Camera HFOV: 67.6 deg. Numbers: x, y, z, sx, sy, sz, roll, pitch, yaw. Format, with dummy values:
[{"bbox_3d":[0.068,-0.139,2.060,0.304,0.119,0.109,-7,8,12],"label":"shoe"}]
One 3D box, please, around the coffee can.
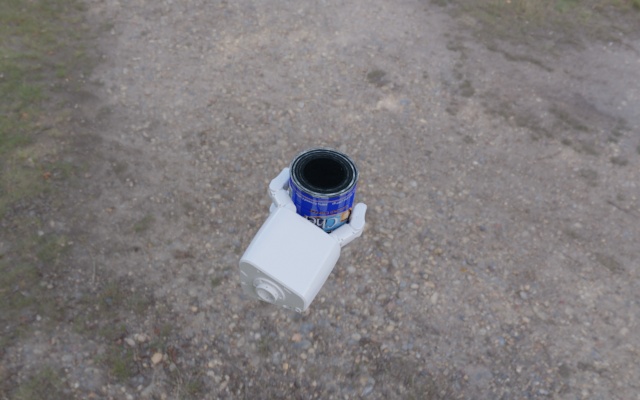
[{"bbox_3d":[0.000,0.002,0.748,0.103,0.102,0.140,0,-41,-6],"label":"coffee can"}]
